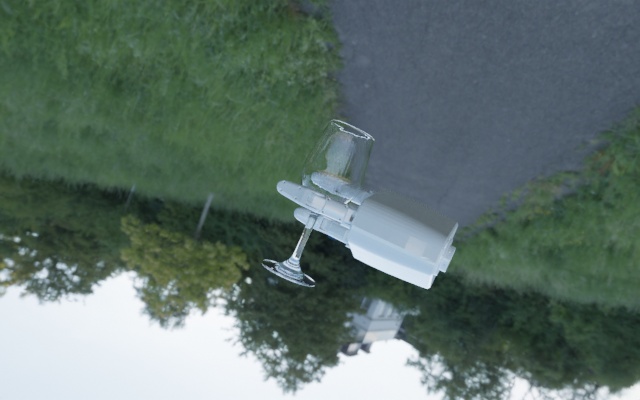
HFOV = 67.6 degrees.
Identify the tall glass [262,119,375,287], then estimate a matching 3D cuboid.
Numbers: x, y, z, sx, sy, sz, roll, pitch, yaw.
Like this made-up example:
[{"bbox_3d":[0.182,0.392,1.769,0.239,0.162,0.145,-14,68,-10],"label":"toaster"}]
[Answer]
[{"bbox_3d":[0.000,0.003,0.604,0.079,0.201,0.079,24,2,-1],"label":"tall glass"}]
